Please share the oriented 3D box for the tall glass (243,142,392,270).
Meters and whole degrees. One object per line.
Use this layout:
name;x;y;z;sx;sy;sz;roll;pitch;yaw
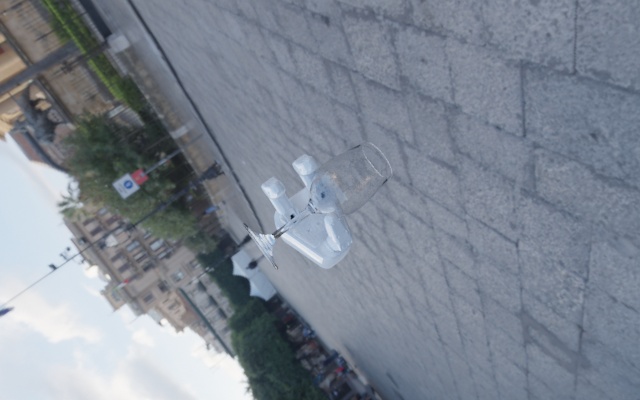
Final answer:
tall glass;0.000;0.002;0.637;0.201;0.079;0.079;-37;8;-12
